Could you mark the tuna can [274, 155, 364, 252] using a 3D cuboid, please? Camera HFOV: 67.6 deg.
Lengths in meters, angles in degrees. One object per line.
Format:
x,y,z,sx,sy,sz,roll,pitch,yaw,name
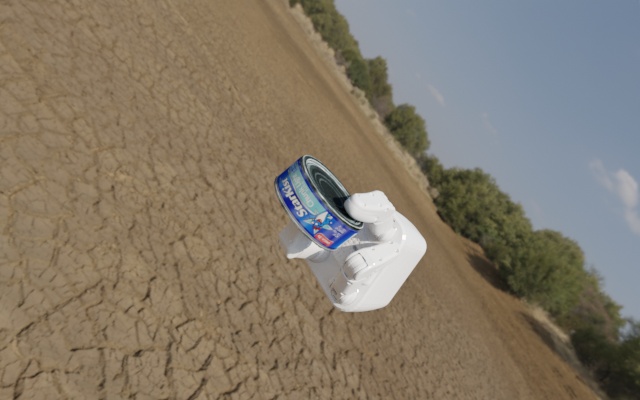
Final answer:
0.000,0.001,0.427,0.034,0.086,0.086,-39,-13,17,tuna can
